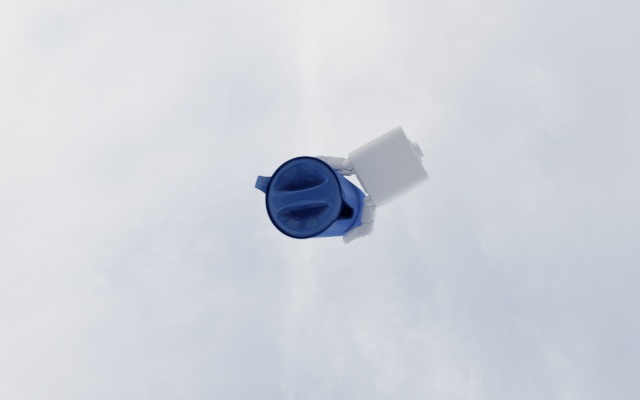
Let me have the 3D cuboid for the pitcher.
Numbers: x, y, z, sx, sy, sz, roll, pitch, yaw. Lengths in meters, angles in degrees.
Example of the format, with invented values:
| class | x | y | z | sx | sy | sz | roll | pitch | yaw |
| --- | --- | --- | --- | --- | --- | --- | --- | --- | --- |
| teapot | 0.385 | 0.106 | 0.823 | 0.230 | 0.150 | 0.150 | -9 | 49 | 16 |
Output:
| class | x | y | z | sx | sy | sz | roll | pitch | yaw |
| --- | --- | --- | --- | --- | --- | --- | --- | --- | --- |
| pitcher | 0.000 | 0.003 | 0.864 | 0.145 | 0.149 | 0.243 | -30 | -15 | 14 |
